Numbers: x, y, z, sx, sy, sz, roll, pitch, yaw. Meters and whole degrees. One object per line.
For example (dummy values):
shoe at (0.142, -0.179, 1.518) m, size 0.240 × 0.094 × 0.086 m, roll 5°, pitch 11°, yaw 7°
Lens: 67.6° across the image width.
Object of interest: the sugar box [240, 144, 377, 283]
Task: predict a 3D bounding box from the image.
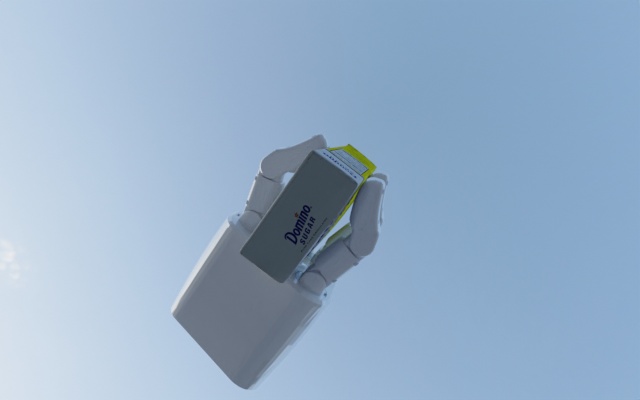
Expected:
sugar box at (0.000, 0.002, 0.406) m, size 0.048 × 0.093 × 0.176 m, roll 37°, pitch 13°, yaw 1°
